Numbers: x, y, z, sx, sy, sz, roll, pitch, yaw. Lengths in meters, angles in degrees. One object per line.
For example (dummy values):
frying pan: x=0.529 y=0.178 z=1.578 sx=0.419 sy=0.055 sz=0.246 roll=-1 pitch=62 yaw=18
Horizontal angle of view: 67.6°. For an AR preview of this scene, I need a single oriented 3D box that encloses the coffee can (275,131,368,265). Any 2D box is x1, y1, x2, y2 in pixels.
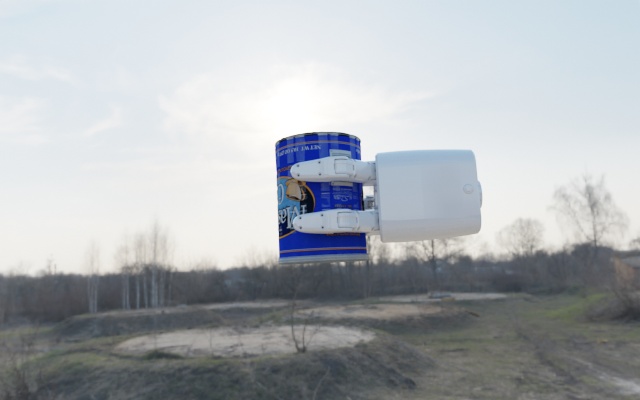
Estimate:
coffee can: x=0.000 y=0.002 z=0.554 sx=0.103 sy=0.140 sz=0.103 roll=-3 pitch=-8 yaw=0
